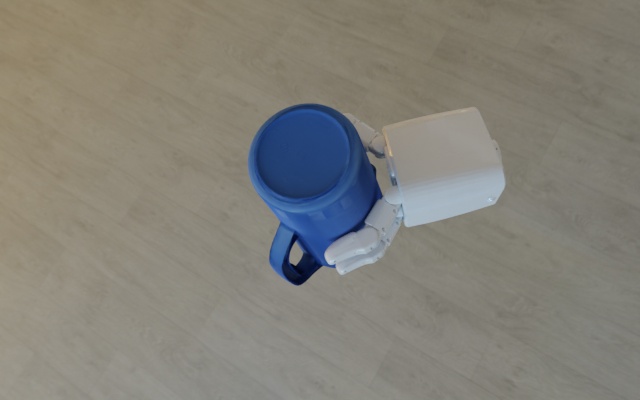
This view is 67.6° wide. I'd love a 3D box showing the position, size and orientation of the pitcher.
[{"bbox_3d":[0.000,0.002,0.537,0.145,0.149,0.243,-13,-19,7],"label":"pitcher"}]
